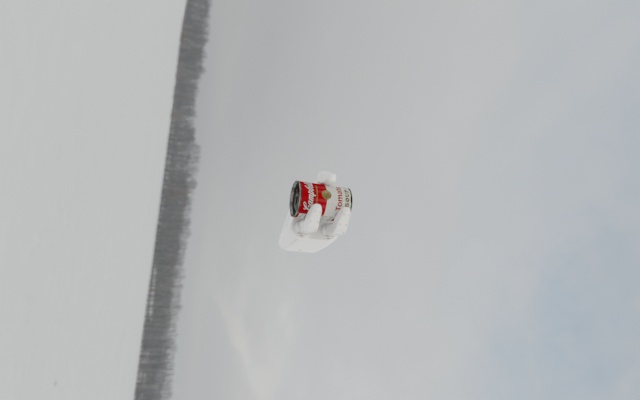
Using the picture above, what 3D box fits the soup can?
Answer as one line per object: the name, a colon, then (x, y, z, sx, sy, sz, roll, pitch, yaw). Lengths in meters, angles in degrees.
soup can: (0.001, 0.003, 0.883, 0.102, 0.068, 0.068, 7, -2, -18)
